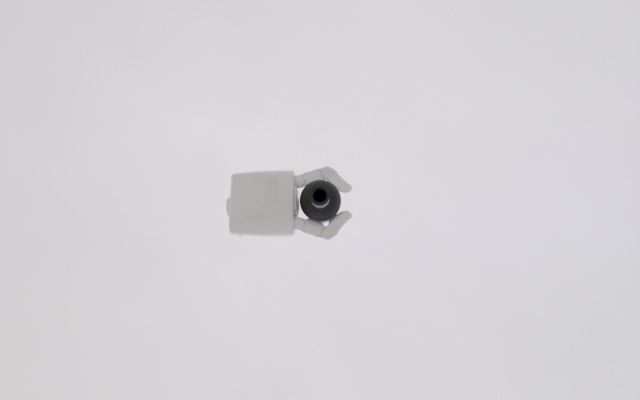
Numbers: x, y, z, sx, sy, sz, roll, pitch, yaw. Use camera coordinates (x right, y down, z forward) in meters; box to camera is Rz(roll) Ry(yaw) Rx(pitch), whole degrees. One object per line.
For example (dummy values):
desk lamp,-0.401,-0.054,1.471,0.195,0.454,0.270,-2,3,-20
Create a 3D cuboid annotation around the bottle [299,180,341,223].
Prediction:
bottle,0.000,0.003,0.793,0.069,0.069,0.296,0,-4,0
